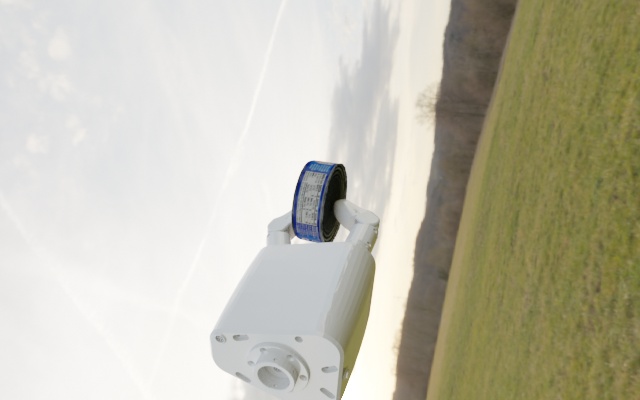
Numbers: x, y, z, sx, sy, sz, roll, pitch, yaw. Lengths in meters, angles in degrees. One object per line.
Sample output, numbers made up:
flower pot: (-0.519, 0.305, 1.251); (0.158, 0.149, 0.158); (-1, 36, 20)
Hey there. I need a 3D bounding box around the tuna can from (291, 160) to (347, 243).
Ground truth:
tuna can: (0.000, 0.001, 0.495); (0.034, 0.086, 0.086); (10, 3, 16)
